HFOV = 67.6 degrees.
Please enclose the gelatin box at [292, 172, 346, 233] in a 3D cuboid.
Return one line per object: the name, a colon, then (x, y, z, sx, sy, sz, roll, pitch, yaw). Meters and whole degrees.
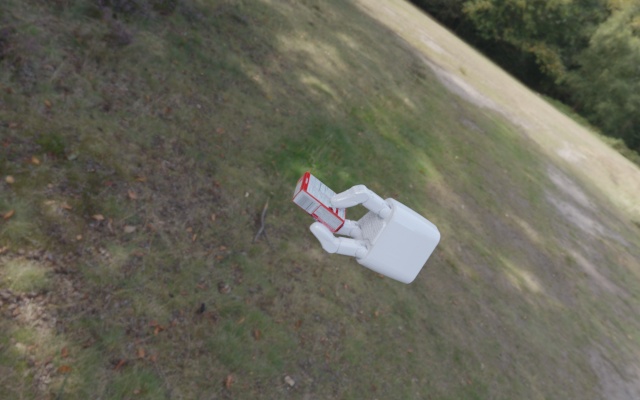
gelatin box: (0.000, 0.002, 0.763, 0.089, 0.030, 0.073, 38, 23, -13)
